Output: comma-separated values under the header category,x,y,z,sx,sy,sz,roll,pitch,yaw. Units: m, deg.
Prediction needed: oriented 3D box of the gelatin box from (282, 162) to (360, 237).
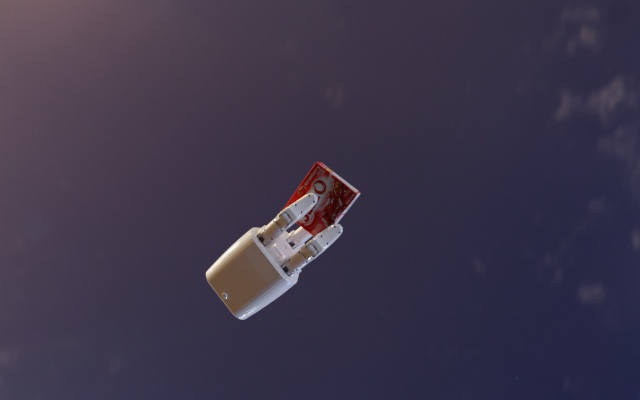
category,x,y,z,sx,sy,sz,roll,pitch,yaw
gelatin box,0.000,0.002,0.673,0.073,0.089,0.030,39,13,8
